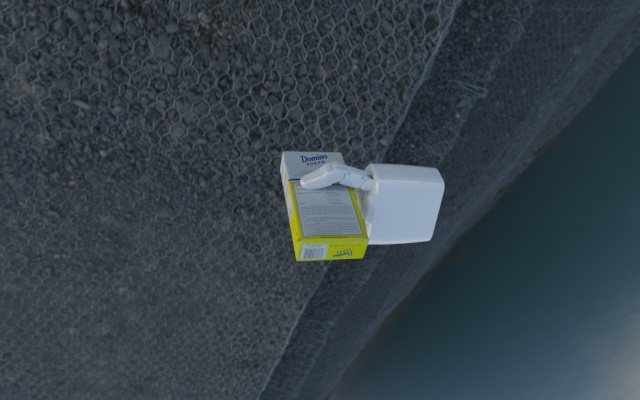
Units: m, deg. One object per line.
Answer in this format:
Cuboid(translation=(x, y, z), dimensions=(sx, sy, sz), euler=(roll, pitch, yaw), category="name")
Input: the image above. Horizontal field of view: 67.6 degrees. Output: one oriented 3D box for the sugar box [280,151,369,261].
Cuboid(translation=(0.000, 0.003, 0.668), dimensions=(0.093, 0.048, 0.176), euler=(0, 43, -13), category="sugar box")
